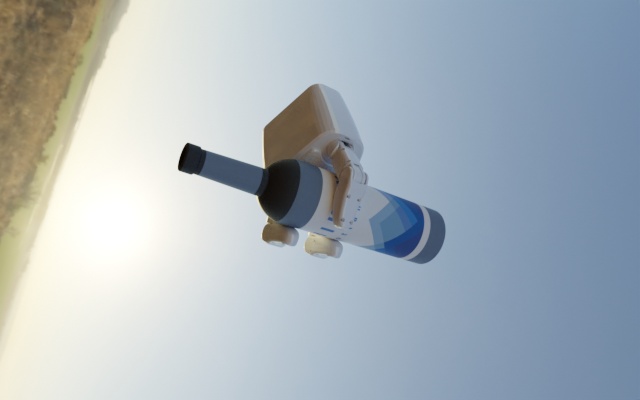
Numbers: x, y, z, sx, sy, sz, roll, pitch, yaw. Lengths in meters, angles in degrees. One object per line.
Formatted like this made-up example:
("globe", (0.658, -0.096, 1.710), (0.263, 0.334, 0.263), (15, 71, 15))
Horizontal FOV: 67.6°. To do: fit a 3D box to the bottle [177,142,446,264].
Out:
("bottle", (0.000, 0.002, 0.496), (0.296, 0.069, 0.069), (18, -9, -28))
